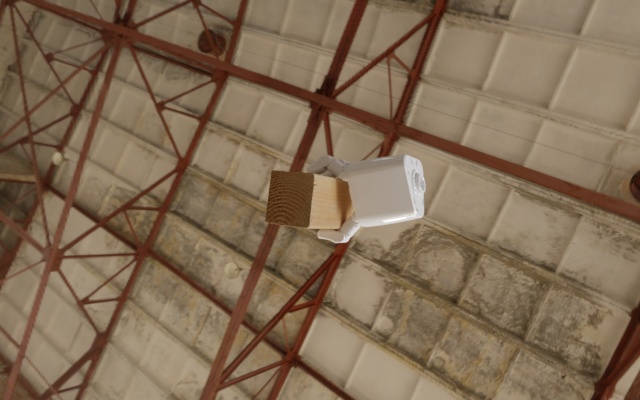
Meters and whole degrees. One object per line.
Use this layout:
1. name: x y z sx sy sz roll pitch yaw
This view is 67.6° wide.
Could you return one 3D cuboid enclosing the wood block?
1. wood block: 0.001 0.003 0.867 0.090 0.091 0.206 6 -1 30
